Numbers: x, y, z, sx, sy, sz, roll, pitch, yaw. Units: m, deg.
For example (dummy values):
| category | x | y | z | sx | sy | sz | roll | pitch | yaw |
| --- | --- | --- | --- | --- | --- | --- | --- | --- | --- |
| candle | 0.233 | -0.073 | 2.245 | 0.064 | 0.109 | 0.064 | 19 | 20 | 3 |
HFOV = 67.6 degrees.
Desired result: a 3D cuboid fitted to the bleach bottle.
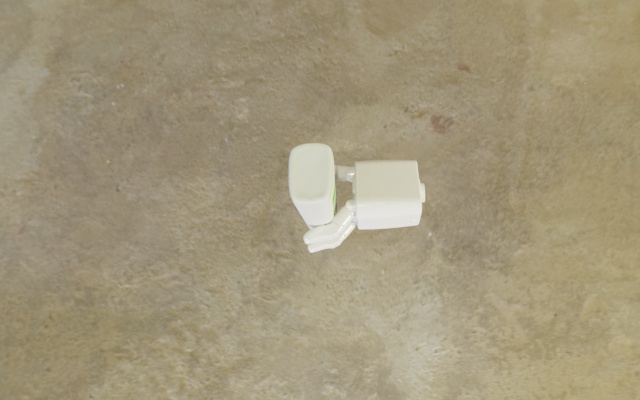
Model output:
| category | x | y | z | sx | sy | sz | roll | pitch | yaw |
| --- | --- | --- | --- | --- | --- | --- | --- | --- | --- |
| bleach bottle | 0.000 | 0.003 | 0.814 | 0.068 | 0.102 | 0.251 | -2 | -20 | 6 |
